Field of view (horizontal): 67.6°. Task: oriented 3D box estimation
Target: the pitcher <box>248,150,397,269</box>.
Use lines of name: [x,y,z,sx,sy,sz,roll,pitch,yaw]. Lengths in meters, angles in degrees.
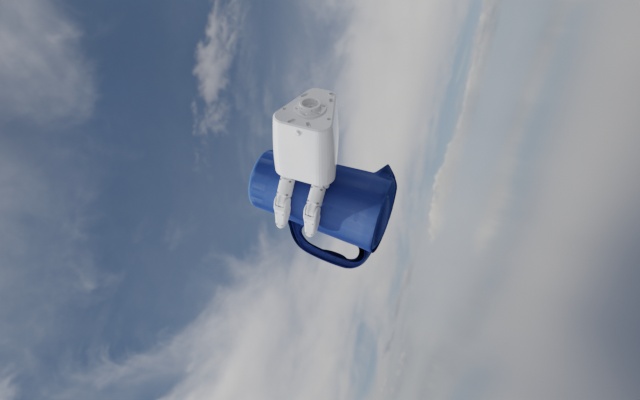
pitcher: [0.000,0.003,0.827,0.243,0.145,0.149,17,49,16]
